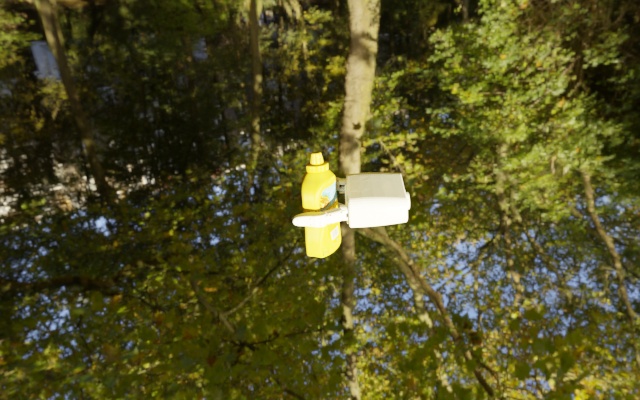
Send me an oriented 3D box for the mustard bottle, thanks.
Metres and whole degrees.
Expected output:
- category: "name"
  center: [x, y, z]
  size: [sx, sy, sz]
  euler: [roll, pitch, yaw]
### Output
- category: "mustard bottle"
  center: [0.000, 0.003, 0.893]
  size: [0.058, 0.192, 0.096]
  euler: [6, 23, 25]
